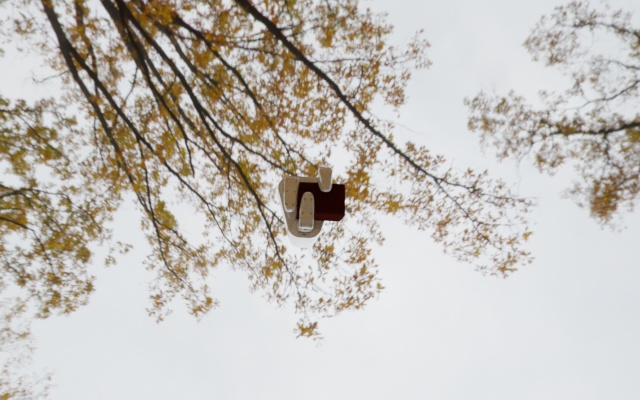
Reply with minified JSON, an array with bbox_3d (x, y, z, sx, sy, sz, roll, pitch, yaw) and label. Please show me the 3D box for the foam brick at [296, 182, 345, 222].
[{"bbox_3d":[0.000,0.003,0.791,0.078,0.053,0.051,4,-17,-3],"label":"foam brick"}]
